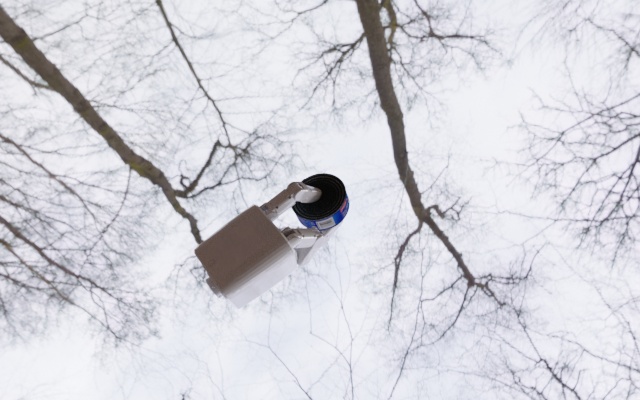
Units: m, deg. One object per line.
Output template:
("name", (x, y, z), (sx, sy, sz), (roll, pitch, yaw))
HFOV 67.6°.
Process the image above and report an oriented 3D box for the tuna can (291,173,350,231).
("tuna can", (0.000, 0.003, 0.718), (0.086, 0.086, 0.034), (0, -35, 18))
